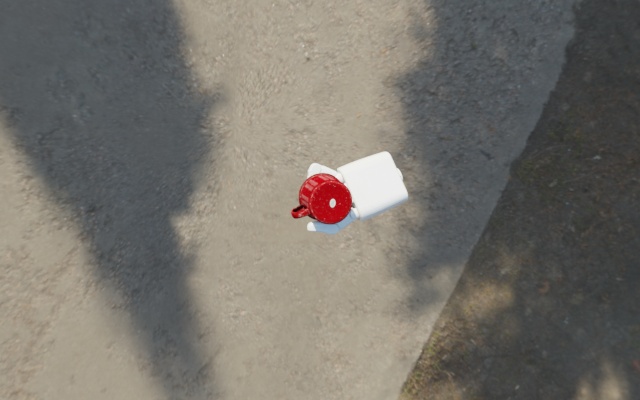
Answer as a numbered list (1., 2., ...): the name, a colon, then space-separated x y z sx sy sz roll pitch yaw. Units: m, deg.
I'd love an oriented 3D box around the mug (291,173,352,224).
1. mug: -0.001 0.003 0.882 0.117 0.093 0.081 -23 12 -8
